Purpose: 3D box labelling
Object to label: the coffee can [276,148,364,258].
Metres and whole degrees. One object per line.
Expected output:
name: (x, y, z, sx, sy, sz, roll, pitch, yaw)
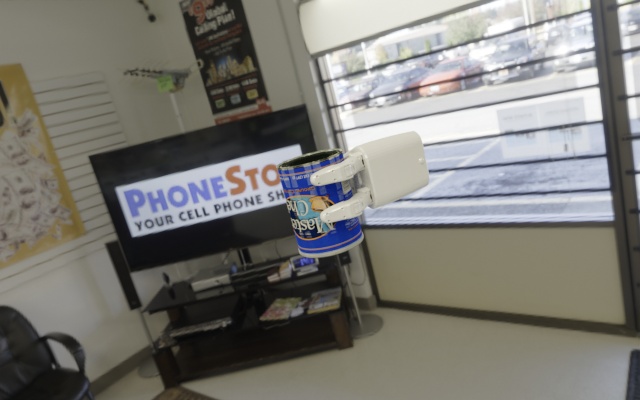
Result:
coffee can: (0.000, 0.003, 0.724, 0.103, 0.140, 0.102, -14, 13, 3)
